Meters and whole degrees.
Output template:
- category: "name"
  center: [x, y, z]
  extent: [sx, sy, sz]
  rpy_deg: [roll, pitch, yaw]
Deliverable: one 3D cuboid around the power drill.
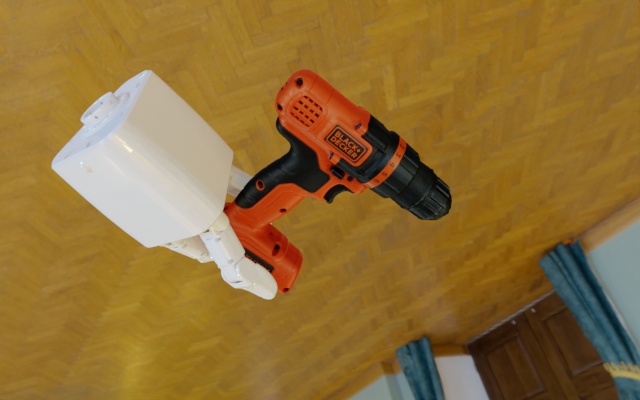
- category: "power drill"
  center: [0.000, 0.002, 0.439]
  extent: [0.184, 0.188, 0.057]
  rpy_deg: [37, 24, -15]
